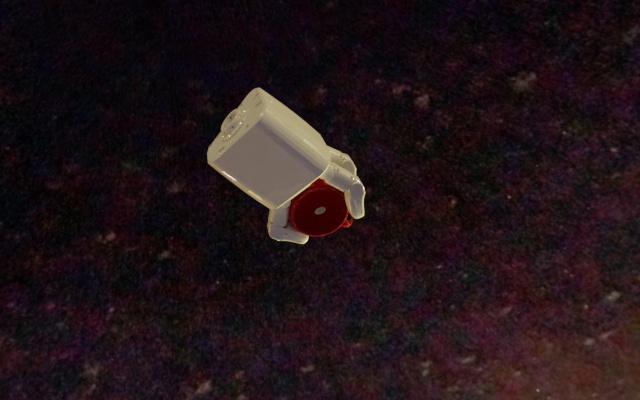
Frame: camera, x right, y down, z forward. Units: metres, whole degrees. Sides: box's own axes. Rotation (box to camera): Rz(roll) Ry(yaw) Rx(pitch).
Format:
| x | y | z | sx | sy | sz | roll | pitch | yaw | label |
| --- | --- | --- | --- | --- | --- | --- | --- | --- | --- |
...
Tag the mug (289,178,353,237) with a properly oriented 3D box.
| x | y | z | sx | sy | sz | roll | pitch | yaw | label |
| --- | --- | --- | --- | --- | --- | --- | --- | --- | --- |
| 0.001 | 0.003 | 0.669 | 0.117 | 0.093 | 0.081 | 36 | 18 | -30 | mug |
